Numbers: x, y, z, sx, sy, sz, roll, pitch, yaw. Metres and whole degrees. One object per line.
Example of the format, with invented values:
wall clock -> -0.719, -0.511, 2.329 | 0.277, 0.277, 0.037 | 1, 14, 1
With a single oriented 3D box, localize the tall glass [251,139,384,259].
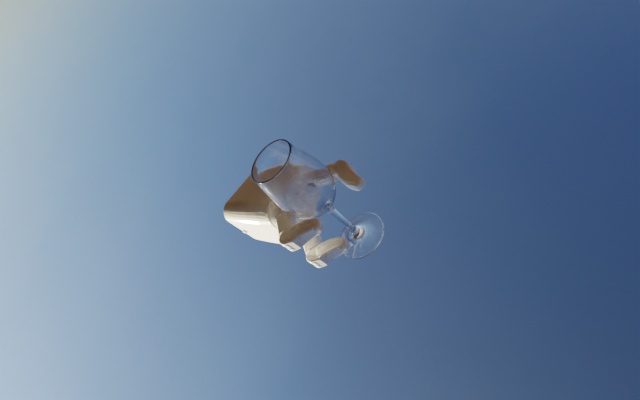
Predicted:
tall glass -> 0.001, 0.002, 0.622 | 0.079, 0.079, 0.201 | 0, -29, 42
